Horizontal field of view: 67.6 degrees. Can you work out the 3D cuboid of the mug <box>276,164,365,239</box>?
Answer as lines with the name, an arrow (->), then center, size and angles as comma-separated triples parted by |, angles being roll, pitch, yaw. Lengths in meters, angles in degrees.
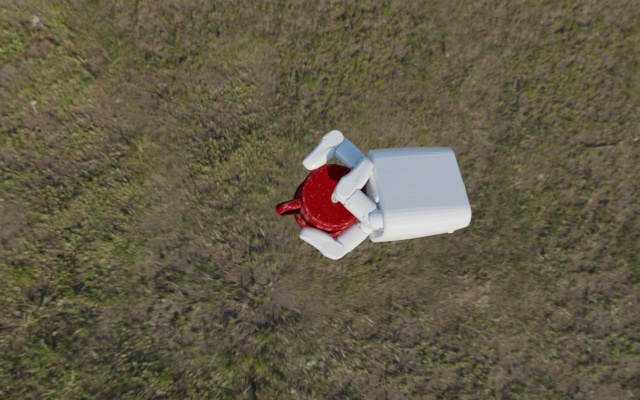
mug -> -0.001, 0.002, 0.617 | 0.117, 0.093, 0.081 | -7, -9, -8
